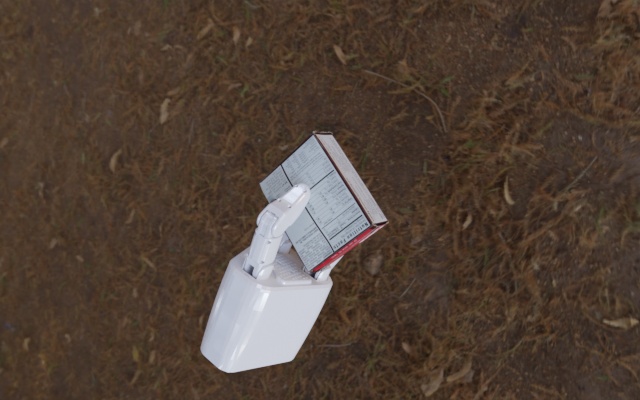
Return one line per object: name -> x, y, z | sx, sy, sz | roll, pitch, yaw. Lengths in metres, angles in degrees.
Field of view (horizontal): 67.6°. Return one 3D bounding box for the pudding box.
pudding box -> 0.000, 0.002, 0.476 | 0.090, 0.113, 0.039 | -39, -15, 27
